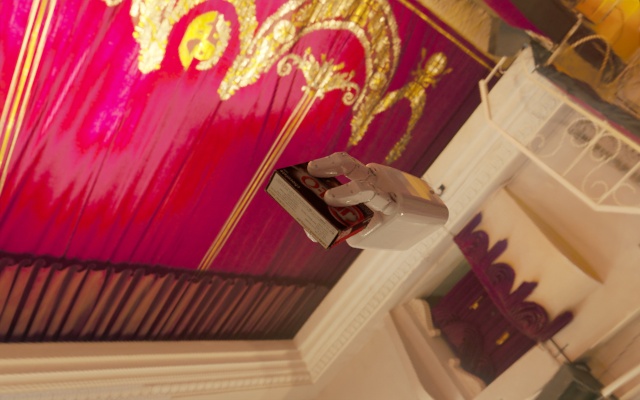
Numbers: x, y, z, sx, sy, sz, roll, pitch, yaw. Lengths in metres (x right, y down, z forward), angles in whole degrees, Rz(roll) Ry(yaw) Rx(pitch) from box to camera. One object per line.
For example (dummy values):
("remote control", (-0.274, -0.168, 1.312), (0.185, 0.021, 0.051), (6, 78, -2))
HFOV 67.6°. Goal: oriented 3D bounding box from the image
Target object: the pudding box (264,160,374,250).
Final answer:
("pudding box", (0.000, 0.002, 0.591), (0.113, 0.039, 0.090), (41, 29, 17))
